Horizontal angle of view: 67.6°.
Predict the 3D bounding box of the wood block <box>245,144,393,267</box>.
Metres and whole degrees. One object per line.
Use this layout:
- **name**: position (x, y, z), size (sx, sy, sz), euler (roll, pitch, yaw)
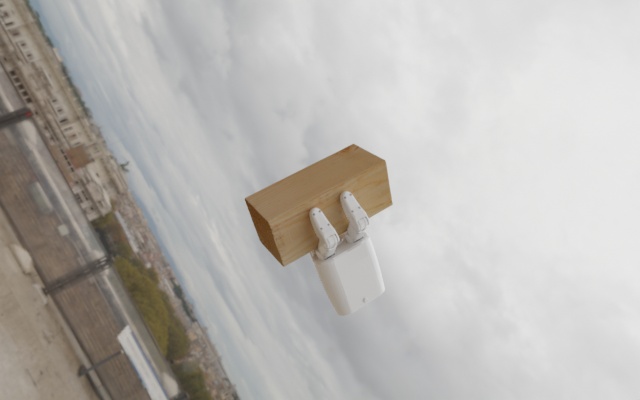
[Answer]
- **wood block**: position (0.000, 0.003, 0.750), size (0.206, 0.090, 0.090), euler (-28, 35, -19)
